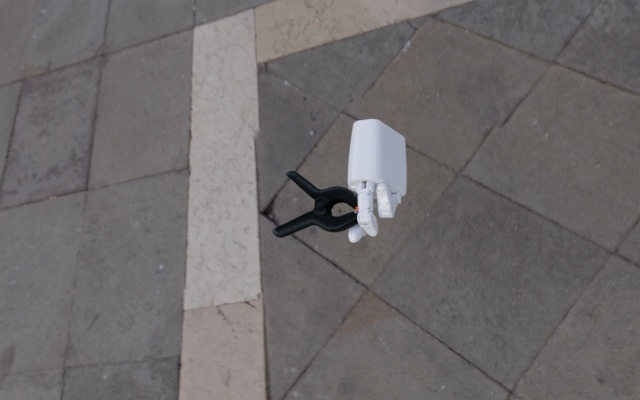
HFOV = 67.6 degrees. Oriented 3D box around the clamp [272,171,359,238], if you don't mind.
[{"bbox_3d":[0.000,0.003,0.815,0.171,0.120,0.039,-3,-12,19],"label":"clamp"}]
